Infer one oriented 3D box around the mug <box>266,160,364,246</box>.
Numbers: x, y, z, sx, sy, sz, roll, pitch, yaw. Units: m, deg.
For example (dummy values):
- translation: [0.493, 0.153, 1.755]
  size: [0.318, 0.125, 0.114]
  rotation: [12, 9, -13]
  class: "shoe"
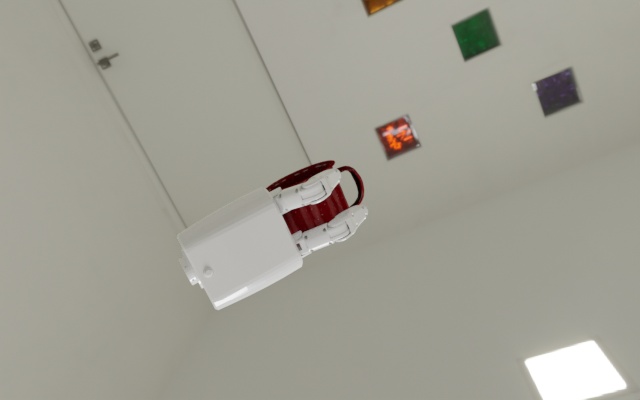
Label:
- translation: [0.001, 0.001, 0.578]
  size: [0.117, 0.081, 0.093]
  rotation: [-27, 13, -15]
  class: "mug"
